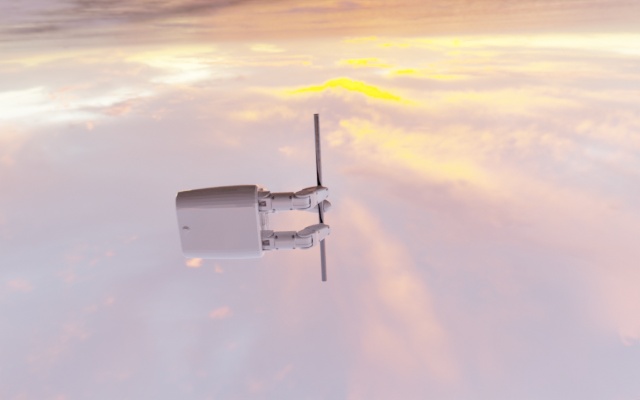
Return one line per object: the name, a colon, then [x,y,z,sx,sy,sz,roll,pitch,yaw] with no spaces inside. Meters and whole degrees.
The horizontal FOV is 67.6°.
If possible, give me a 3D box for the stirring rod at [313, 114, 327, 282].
stirring rod: [0.000,0.002,0.655,0.011,0.240,0.011,-2,19,1]
